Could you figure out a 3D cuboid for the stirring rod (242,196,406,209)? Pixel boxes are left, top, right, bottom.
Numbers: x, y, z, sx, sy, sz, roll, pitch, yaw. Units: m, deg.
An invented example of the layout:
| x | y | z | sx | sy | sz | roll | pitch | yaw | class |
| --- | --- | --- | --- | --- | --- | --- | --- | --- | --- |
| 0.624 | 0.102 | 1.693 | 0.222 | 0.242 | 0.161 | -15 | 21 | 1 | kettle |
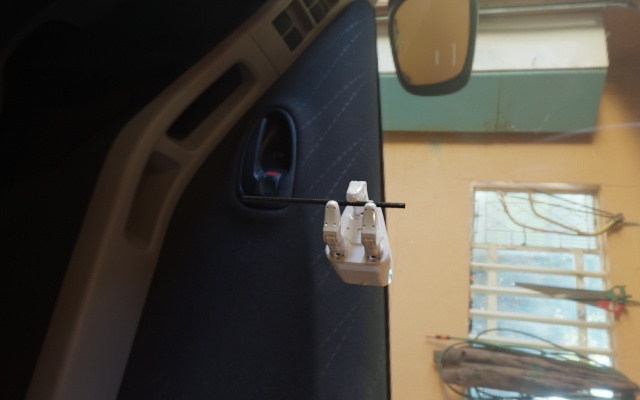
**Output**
| x | y | z | sx | sy | sz | roll | pitch | yaw | class |
| --- | --- | --- | --- | --- | --- | --- | --- | --- | --- |
| 0.000 | 0.002 | 0.685 | 0.239 | 0.011 | 0.011 | 3 | 1 | 16 | stirring rod |
